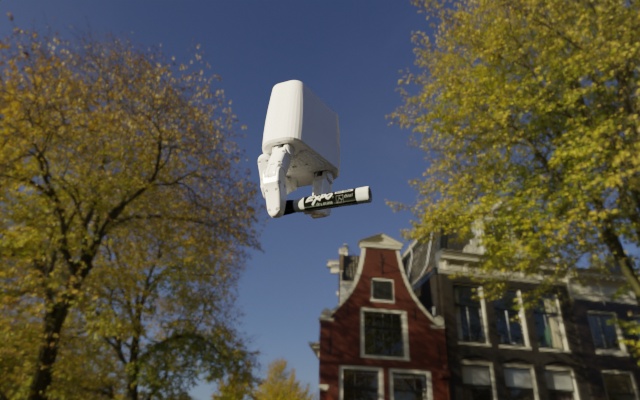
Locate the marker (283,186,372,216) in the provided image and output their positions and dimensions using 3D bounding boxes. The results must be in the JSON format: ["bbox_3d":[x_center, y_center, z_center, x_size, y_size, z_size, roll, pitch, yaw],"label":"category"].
[{"bbox_3d":[0.000,0.002,0.562,0.121,0.020,0.020,-9,-3,18],"label":"marker"}]
